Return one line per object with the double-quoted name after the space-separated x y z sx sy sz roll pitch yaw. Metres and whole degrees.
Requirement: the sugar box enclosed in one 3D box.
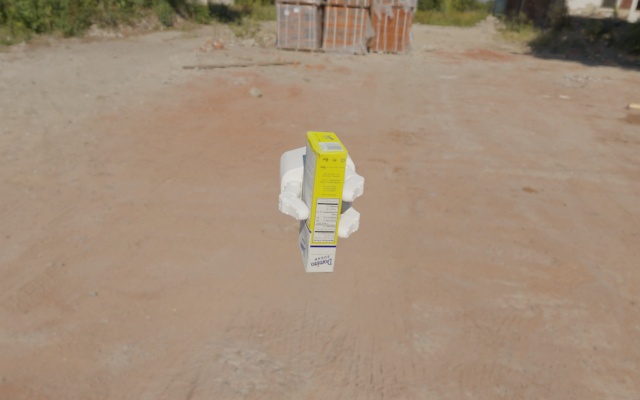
0.001 0.002 0.663 0.048 0.176 0.093 -1 24 -10 "sugar box"
